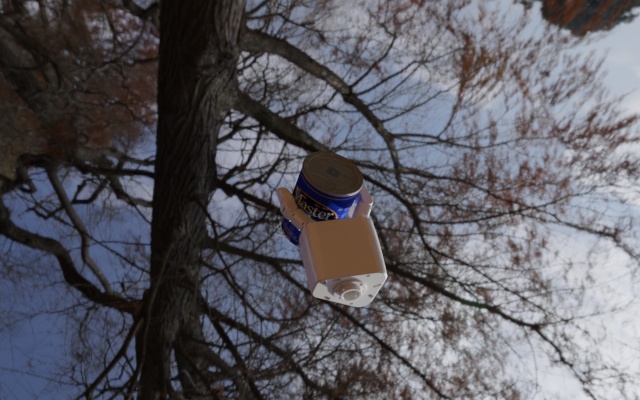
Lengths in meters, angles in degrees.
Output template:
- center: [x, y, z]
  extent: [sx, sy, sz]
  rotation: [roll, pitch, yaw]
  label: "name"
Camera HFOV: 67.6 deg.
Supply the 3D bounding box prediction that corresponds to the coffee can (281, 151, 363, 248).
- center: [0.000, 0.002, 0.808]
  extent: [0.103, 0.102, 0.140]
  rotation: [0, -44, -25]
  label: "coffee can"
